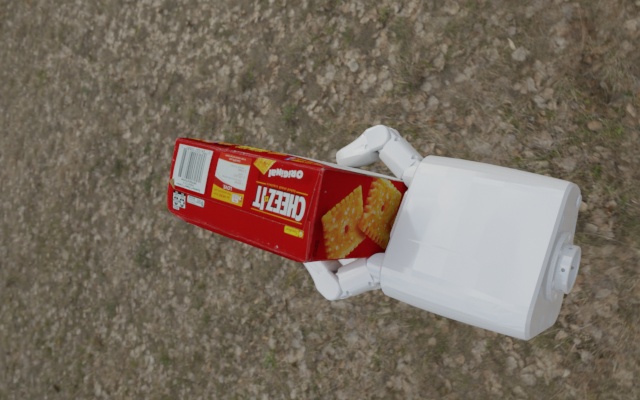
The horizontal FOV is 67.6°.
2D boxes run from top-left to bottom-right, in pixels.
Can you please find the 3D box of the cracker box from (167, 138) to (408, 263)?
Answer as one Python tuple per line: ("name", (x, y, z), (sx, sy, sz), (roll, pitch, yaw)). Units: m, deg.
("cracker box", (0.000, 0.001, 0.430), (0.164, 0.072, 0.214), (14, 5, 38))
